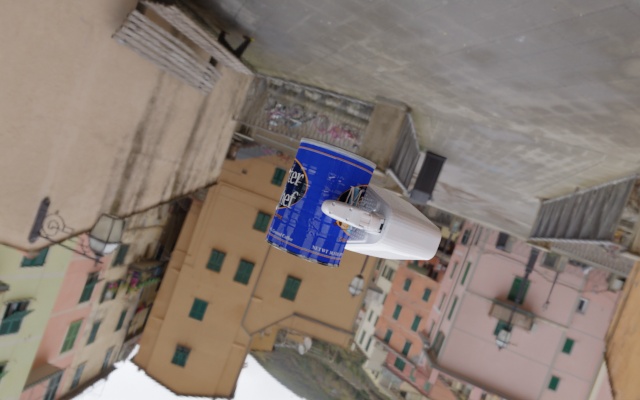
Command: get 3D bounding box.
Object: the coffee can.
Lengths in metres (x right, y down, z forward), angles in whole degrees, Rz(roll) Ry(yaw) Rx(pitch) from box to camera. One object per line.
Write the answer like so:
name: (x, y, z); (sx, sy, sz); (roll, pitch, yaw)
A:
coffee can: (0.000, 0.002, 0.616); (0.103, 0.140, 0.103); (20, 1, 0)
